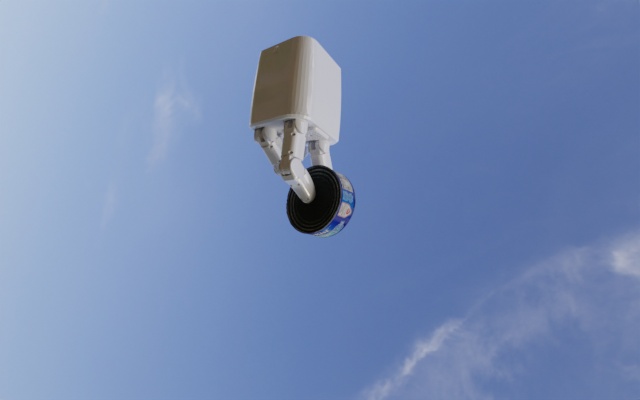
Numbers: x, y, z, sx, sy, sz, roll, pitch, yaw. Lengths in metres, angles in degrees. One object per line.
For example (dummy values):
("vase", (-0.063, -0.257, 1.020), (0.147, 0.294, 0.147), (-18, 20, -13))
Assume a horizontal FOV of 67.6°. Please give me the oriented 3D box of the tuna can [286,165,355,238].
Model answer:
("tuna can", (0.000, 0.002, 0.587), (0.086, 0.086, 0.034), (0, -14, 40))
